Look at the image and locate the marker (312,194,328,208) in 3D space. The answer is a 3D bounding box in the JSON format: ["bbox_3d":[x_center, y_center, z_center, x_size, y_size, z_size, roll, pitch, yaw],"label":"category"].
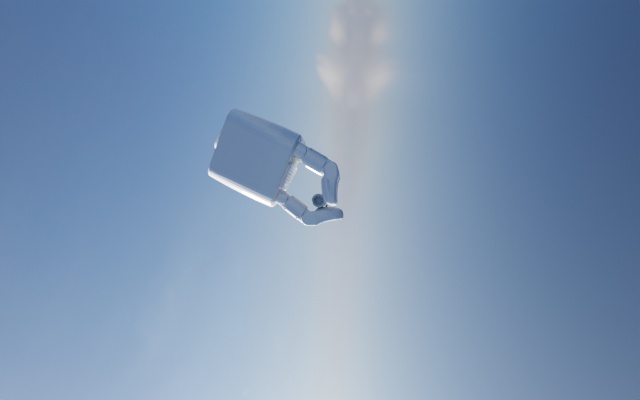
[{"bbox_3d":[0.000,0.002,0.722,0.020,0.020,0.121,0,-2,3],"label":"marker"}]
